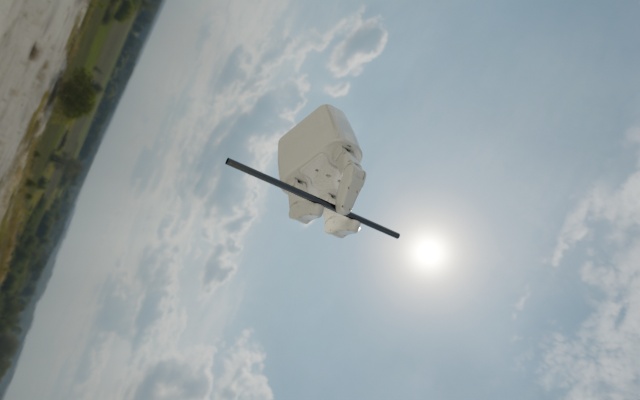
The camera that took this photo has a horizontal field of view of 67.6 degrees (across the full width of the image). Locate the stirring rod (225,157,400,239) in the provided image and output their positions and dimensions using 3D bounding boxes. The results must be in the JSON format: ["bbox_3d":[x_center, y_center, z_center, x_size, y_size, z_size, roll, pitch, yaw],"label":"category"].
[{"bbox_3d":[0.000,0.002,0.558,0.239,0.011,0.011,24,-11,-26],"label":"stirring rod"}]
